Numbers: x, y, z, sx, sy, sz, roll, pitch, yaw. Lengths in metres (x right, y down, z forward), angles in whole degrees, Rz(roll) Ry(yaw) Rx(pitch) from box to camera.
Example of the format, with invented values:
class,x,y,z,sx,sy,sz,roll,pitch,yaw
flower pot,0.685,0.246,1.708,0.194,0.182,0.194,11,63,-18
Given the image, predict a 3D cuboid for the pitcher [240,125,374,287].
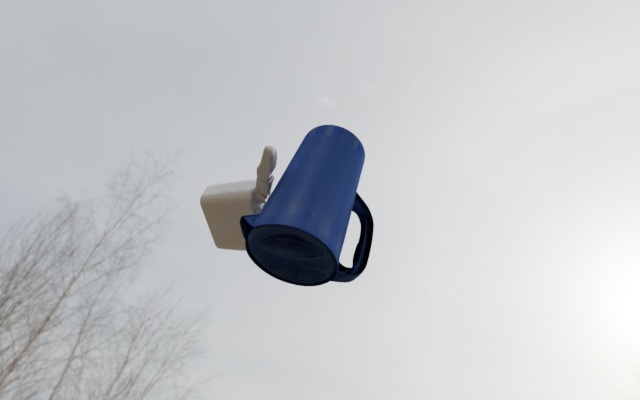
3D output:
class,x,y,z,sx,sy,sz,roll,pitch,yaw
pitcher,0.000,0.002,0.720,0.145,0.149,0.242,-4,43,27
